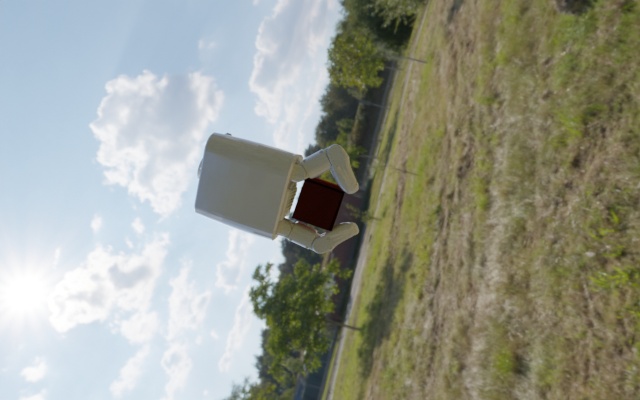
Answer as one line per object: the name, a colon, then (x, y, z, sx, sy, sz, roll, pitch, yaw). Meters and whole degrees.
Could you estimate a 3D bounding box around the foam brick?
foam brick: (0.000, 0.002, 0.605, 0.051, 0.053, 0.078, 19, 5, 3)
